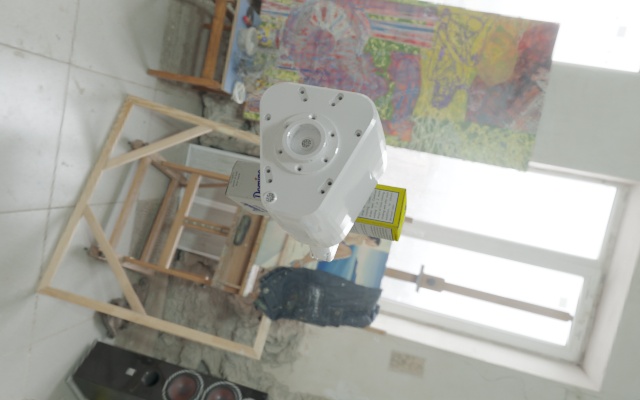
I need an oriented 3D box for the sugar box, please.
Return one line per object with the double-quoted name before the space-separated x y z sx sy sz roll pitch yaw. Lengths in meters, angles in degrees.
"sugar box" 0.000 0.001 0.502 0.176 0.048 0.093 13 -11 12
